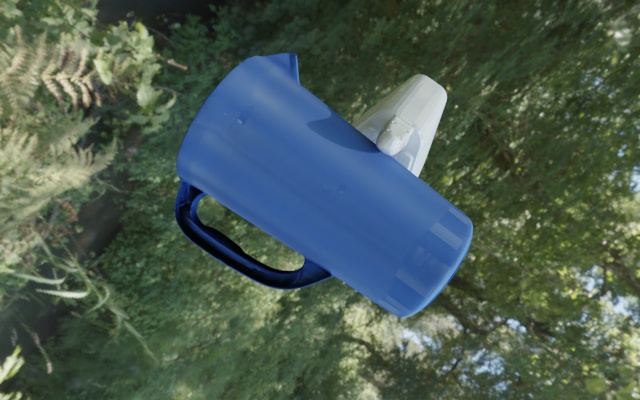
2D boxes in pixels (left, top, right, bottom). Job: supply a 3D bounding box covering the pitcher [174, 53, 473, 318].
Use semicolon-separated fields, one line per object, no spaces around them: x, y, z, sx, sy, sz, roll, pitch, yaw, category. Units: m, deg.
0.000;0.001;0.426;0.243;0.149;0.145;36;44;2;pitcher
